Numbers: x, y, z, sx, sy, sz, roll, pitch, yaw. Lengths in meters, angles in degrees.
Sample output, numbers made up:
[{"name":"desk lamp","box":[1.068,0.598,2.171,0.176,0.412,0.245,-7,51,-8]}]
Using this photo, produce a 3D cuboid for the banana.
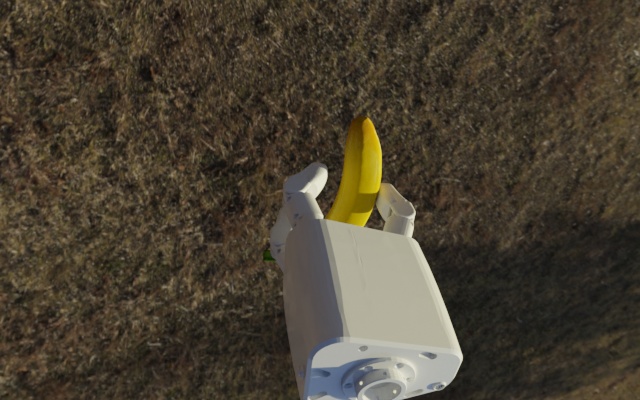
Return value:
[{"name":"banana","box":[0.015,0.010,0.468,0.069,0.198,0.037,21,33,-22]}]
